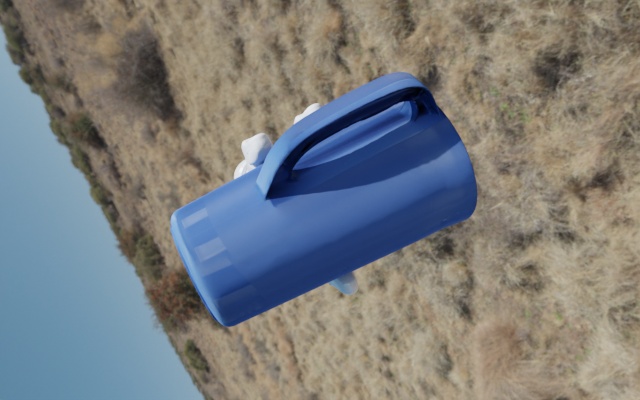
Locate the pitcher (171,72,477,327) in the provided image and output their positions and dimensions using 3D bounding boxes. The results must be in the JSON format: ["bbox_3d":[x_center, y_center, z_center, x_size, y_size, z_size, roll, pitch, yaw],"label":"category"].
[{"bbox_3d":[0.000,0.001,0.413,0.243,0.149,0.145,-26,9,-12],"label":"pitcher"}]
